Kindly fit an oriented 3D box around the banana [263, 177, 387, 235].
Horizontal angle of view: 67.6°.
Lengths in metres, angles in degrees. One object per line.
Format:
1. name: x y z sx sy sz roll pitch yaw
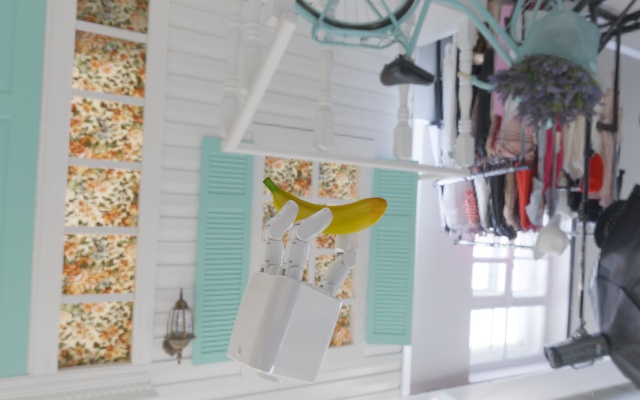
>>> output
1. banana: 0.004 0.015 0.617 0.198 0.037 0.070 10 -39 36
